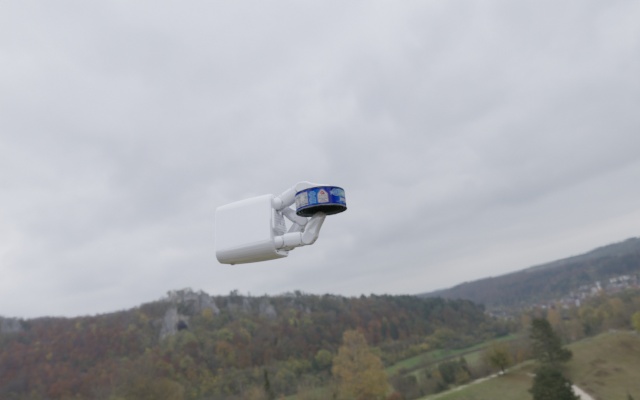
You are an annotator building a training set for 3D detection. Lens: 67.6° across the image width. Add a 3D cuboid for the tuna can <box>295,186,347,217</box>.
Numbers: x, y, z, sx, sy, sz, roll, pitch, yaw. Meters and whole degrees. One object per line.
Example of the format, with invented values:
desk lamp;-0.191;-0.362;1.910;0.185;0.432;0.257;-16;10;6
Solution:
tuna can;0.000;0.002;0.794;0.086;0.033;0.086;-6;-14;-1
